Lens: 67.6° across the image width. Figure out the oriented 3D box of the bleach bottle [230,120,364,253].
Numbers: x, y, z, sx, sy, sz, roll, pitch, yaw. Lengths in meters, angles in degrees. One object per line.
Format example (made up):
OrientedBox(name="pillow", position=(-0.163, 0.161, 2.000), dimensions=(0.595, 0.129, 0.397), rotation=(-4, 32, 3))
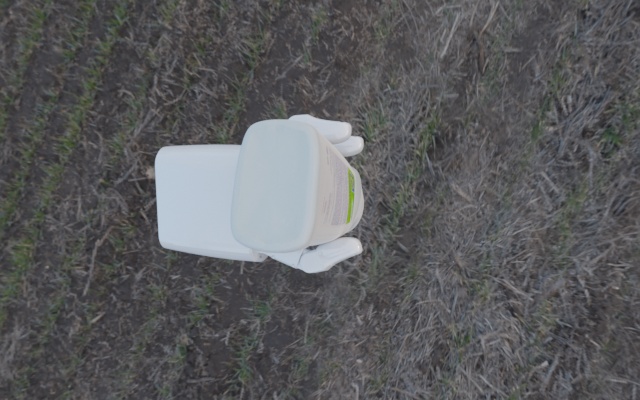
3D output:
OrientedBox(name="bleach bottle", position=(0.000, 0.001, 0.463), dimensions=(0.068, 0.102, 0.251), rotation=(5, -6, 16))
